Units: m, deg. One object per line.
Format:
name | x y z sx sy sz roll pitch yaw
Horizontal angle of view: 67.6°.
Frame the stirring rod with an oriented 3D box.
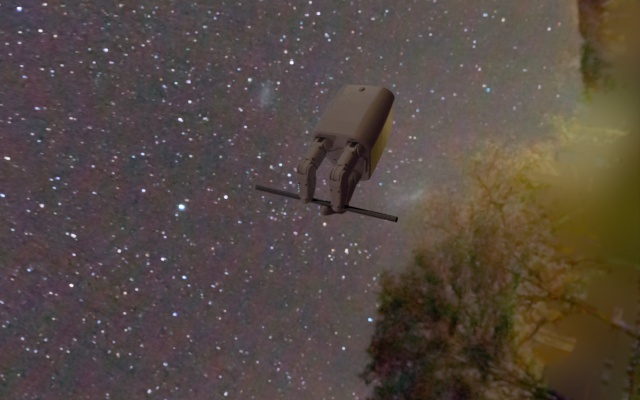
stirring rod | 0.000 0.002 0.692 0.239 0.011 0.011 13 7 31
